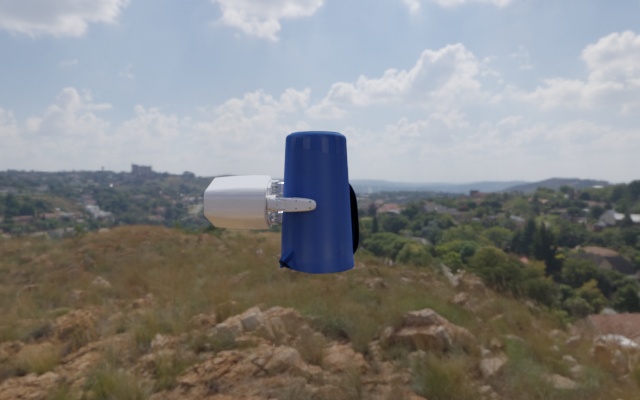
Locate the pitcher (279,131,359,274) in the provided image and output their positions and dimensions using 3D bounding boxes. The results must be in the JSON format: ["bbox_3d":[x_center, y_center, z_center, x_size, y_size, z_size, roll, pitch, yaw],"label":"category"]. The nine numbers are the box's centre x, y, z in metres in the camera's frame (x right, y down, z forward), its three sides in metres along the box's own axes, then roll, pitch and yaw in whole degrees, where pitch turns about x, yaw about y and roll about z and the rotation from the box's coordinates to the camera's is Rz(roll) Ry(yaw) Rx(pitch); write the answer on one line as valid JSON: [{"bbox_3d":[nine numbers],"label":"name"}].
[{"bbox_3d":[0.000,0.003,0.852,0.145,0.243,0.149,0,3,1],"label":"pitcher"}]
